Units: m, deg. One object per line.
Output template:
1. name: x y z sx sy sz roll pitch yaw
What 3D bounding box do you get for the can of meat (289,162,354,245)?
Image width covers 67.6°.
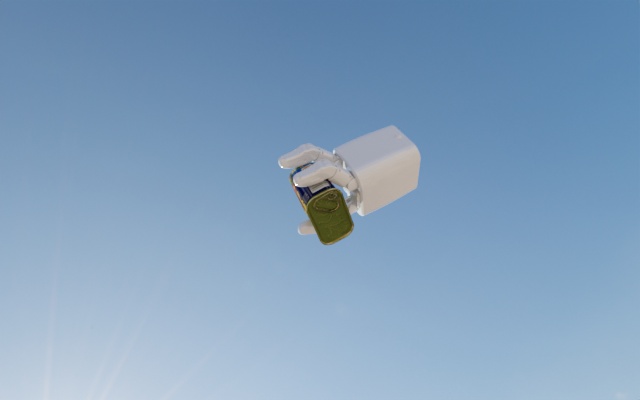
1. can of meat: 0.000 0.002 0.718 0.057 0.102 0.084 -28 43 -5
